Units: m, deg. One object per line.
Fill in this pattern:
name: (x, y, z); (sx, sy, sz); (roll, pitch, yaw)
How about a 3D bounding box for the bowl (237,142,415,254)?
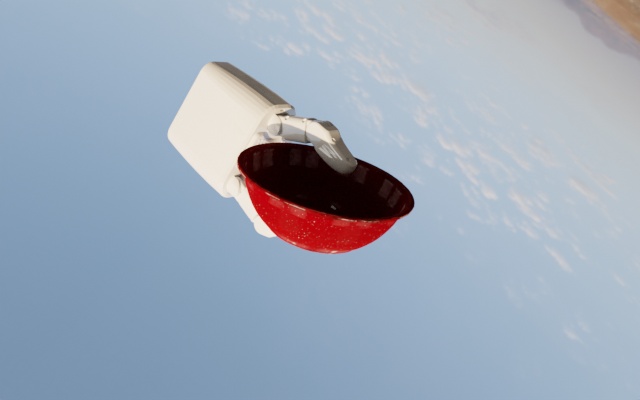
bowl: (0.001, 0.002, 0.434); (0.162, 0.055, 0.162); (13, 23, -5)
